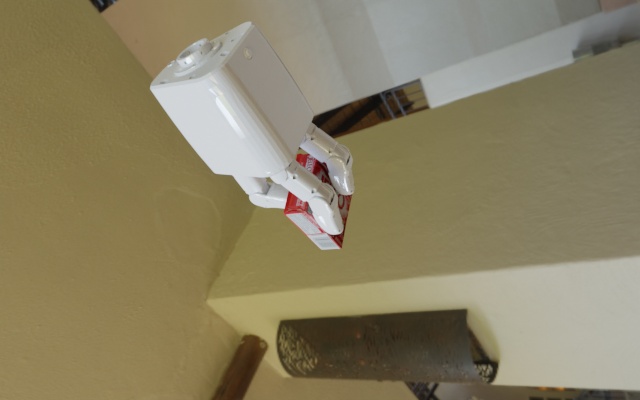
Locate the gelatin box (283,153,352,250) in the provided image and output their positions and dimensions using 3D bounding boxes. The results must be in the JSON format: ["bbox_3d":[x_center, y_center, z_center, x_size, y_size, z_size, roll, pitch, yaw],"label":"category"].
[{"bbox_3d":[0.000,0.002,0.515,0.030,0.073,0.089,-5,-33,29],"label":"gelatin box"}]
